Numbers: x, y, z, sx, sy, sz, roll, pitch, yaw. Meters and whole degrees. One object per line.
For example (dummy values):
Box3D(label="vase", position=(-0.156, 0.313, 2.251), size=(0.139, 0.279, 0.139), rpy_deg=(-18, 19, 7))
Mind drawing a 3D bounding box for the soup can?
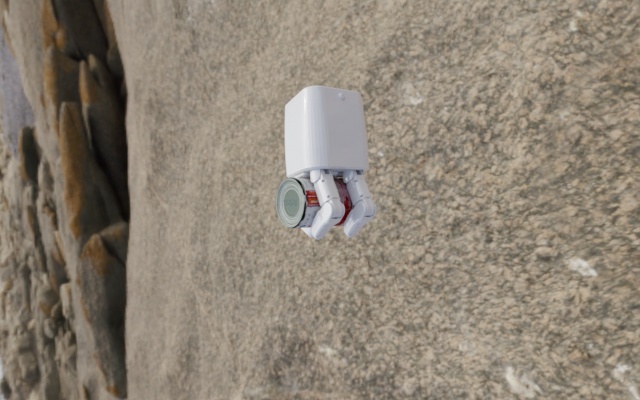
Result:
Box3D(label="soup can", position=(0.000, 0.003, 0.643), size=(0.102, 0.068, 0.068), rpy_deg=(-1, 1, -38))
